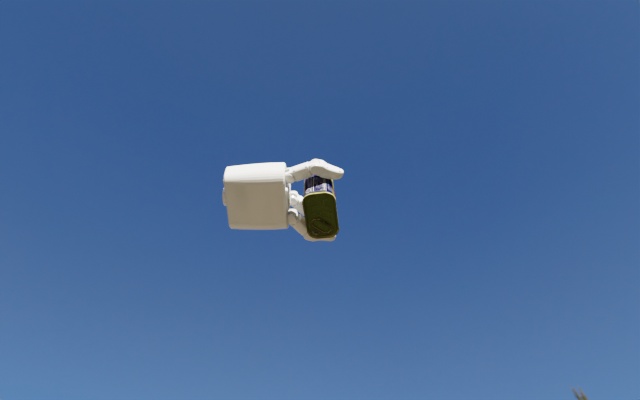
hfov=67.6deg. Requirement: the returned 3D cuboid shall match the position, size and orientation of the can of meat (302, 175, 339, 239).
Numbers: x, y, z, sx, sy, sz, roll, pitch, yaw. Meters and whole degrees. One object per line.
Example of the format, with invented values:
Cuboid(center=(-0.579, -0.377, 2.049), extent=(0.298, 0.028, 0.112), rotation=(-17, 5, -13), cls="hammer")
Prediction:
Cuboid(center=(0.000, 0.003, 0.854), extent=(0.057, 0.102, 0.084), rotation=(-6, 37, 3), cls="can of meat")
